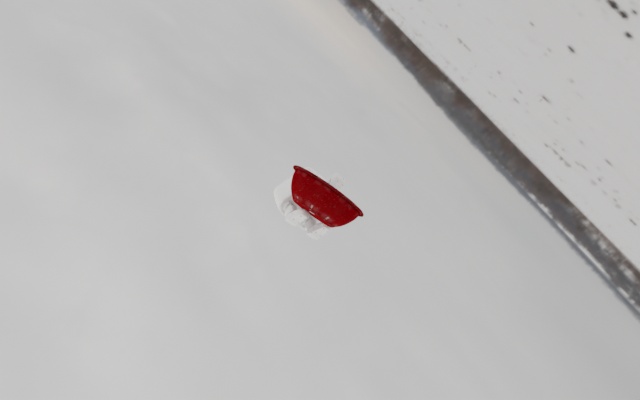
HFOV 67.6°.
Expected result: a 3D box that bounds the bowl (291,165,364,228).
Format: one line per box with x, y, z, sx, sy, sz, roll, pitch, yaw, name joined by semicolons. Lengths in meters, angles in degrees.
0.000;0.003;0.893;0.162;0.055;0.162;35;-6;5;bowl
